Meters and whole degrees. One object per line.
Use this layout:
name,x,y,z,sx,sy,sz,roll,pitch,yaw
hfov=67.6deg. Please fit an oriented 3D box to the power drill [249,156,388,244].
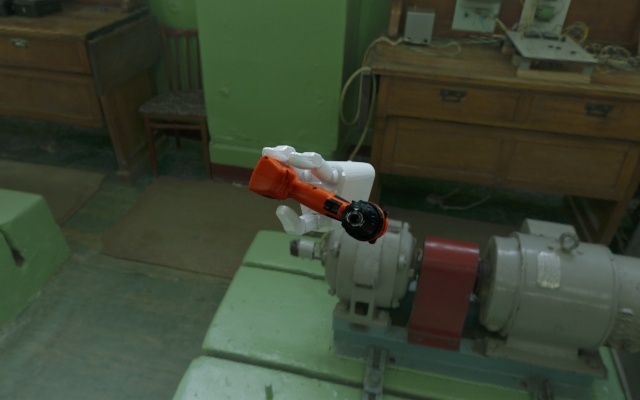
power drill,0.000,0.002,0.648,0.187,0.057,0.184,26,-1,14
